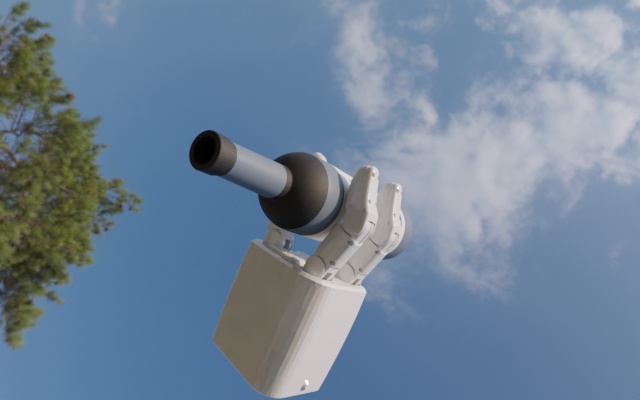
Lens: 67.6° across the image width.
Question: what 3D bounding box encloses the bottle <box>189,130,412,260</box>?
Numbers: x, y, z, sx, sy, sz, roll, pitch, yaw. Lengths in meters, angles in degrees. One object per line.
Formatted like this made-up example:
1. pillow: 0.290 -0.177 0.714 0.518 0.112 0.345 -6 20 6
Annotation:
1. bottle: 0.000 0.001 0.425 0.069 0.069 0.296 0 -13 31
